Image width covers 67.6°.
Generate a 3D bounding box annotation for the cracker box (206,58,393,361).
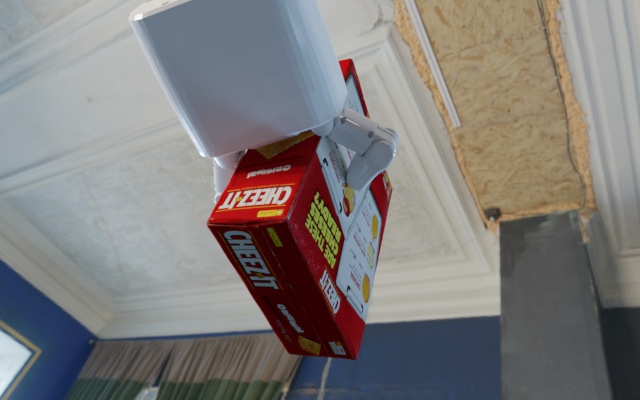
[{"bbox_3d":[0.000,0.001,0.422,0.072,0.164,0.213,-4,41,23],"label":"cracker box"}]
